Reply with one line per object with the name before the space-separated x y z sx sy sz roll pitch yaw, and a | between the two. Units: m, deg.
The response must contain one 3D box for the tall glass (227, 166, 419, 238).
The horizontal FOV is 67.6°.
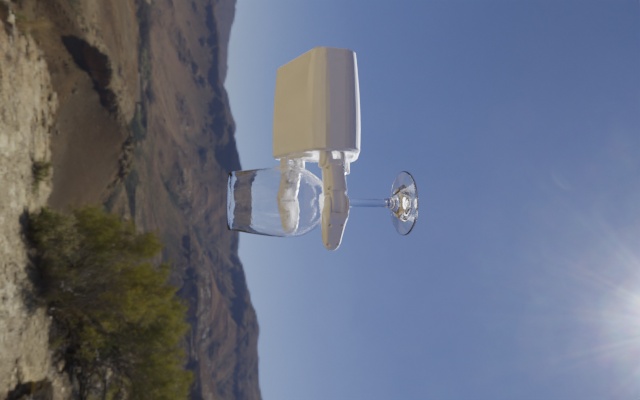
tall glass | 0.001 0.002 0.525 0.201 0.079 0.079 0 0 -15
